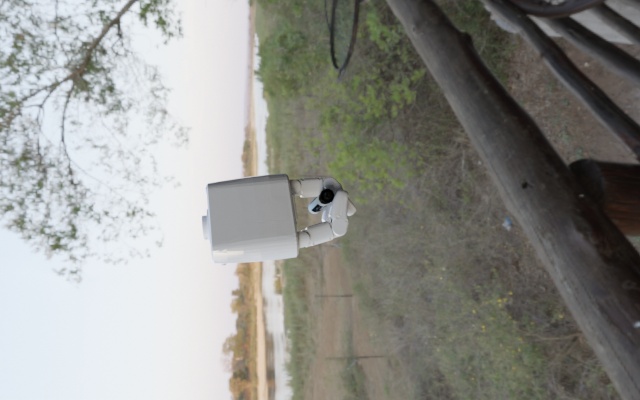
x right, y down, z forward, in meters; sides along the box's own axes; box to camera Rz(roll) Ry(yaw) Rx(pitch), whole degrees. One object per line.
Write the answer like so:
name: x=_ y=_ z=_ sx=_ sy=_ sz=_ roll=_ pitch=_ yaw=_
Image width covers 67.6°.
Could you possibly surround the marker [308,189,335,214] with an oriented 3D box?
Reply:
marker: x=0.000 y=0.002 z=0.661 sx=0.020 sy=0.020 sz=0.121 roll=0 pitch=-8 yaw=-9
